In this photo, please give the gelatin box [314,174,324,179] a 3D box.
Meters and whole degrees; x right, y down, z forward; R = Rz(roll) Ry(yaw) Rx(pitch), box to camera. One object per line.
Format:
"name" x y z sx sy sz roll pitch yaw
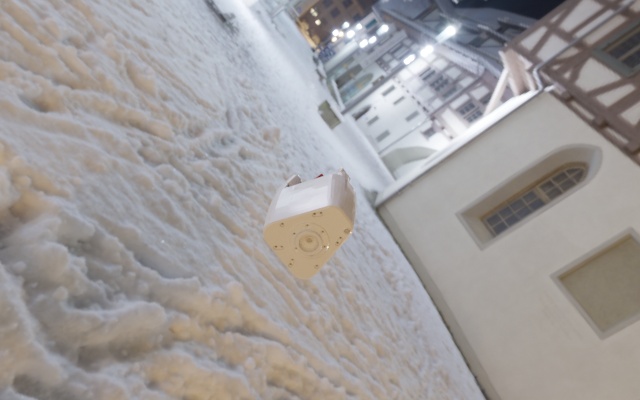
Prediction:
"gelatin box" 0.001 0.002 0.759 0.030 0.073 0.089 -33 4 22
